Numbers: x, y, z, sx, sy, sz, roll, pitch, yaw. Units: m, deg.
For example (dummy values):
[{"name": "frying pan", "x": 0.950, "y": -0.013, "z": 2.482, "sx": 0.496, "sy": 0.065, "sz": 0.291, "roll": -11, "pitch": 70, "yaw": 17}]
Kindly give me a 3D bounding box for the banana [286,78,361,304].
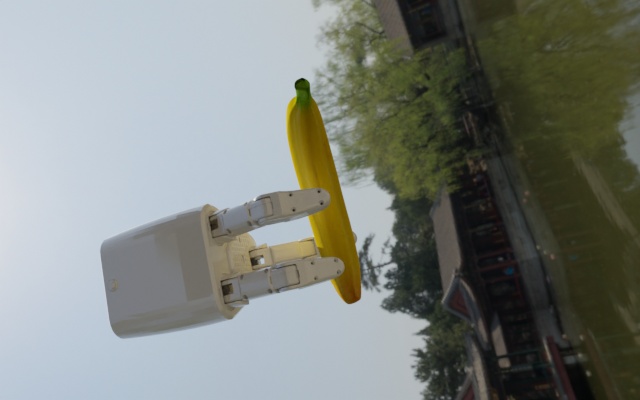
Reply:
[{"name": "banana", "x": 0.000, "y": -0.007, "z": 0.424, "sx": 0.037, "sy": 0.198, "sz": 0.069, "roll": -14, "pitch": 14, "yaw": 6}]
